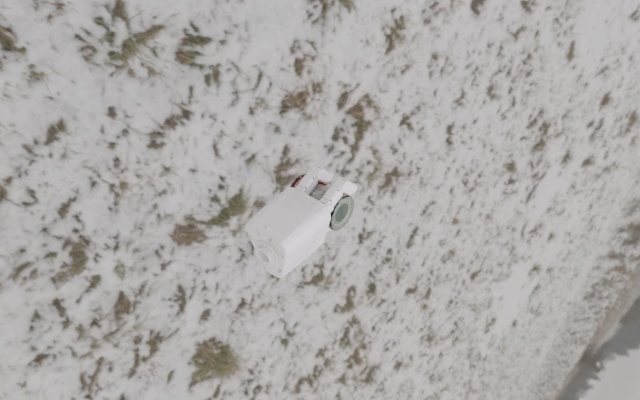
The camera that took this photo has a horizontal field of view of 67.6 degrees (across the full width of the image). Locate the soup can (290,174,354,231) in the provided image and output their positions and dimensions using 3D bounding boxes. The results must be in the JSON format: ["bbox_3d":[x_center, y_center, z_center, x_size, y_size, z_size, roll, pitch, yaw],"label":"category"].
[{"bbox_3d":[0.001,0.003,0.847,0.102,0.068,0.068,27,15,31],"label":"soup can"}]
